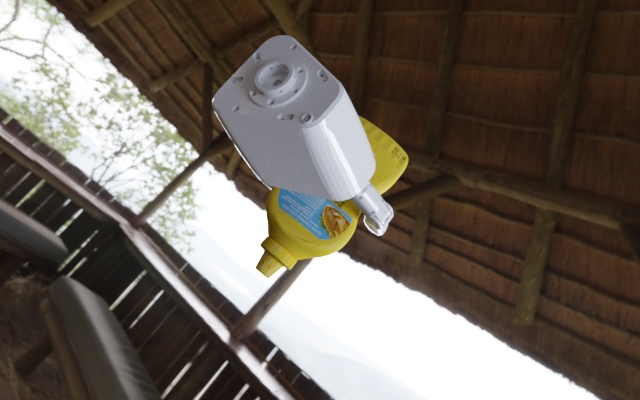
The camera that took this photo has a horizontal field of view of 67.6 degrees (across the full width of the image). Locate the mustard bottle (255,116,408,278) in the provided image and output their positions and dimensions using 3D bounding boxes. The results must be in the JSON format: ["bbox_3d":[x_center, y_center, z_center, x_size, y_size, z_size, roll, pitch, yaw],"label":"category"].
[{"bbox_3d":[0.000,0.002,0.502,0.096,0.191,0.058,38,-13,8],"label":"mustard bottle"}]
